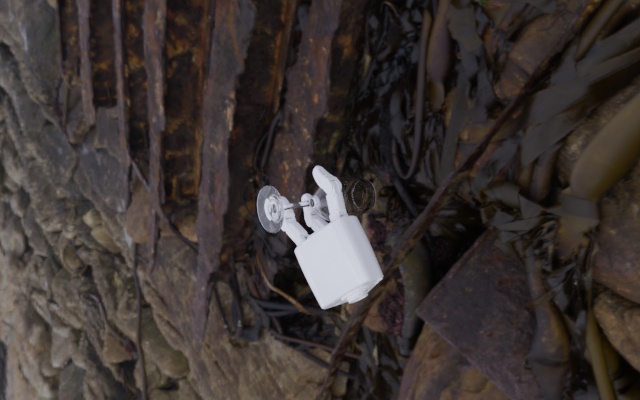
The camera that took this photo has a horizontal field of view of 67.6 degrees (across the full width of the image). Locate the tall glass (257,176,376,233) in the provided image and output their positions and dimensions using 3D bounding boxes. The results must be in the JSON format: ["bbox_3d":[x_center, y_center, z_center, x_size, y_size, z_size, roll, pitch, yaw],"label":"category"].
[{"bbox_3d":[0.000,0.003,0.791,0.201,0.079,0.079,-9,5,-38],"label":"tall glass"}]
